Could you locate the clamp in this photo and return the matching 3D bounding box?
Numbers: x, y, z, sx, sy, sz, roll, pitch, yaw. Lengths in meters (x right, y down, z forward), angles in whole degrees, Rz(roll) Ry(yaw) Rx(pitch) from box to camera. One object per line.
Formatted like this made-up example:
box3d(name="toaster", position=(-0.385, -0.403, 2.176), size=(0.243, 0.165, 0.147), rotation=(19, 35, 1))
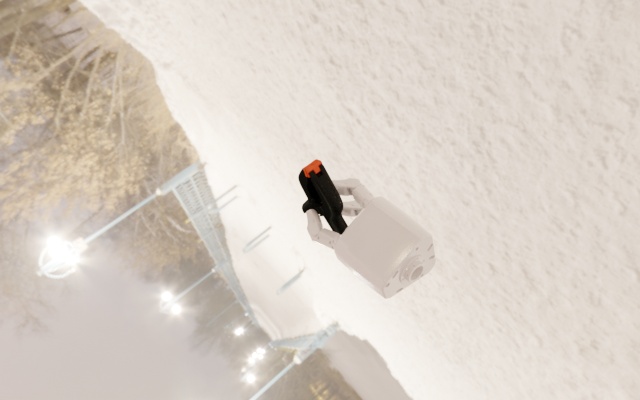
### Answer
box3d(name="clamp", position=(-0.001, 0.003, 0.793), size=(0.036, 0.210, 0.164), rotation=(-38, 49, -15))
